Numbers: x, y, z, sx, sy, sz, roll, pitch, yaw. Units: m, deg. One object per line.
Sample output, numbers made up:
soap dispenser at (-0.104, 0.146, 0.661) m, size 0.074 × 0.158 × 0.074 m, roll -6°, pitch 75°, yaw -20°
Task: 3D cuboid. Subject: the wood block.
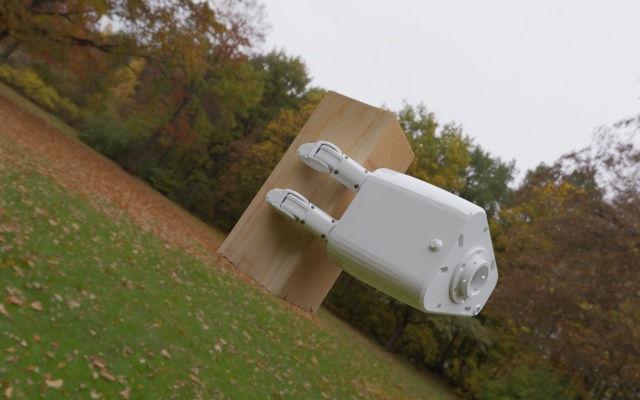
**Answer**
wood block at (0.001, 0.002, 0.505) m, size 0.090 × 0.206 × 0.091 m, roll 29°, pitch -9°, yaw 34°
